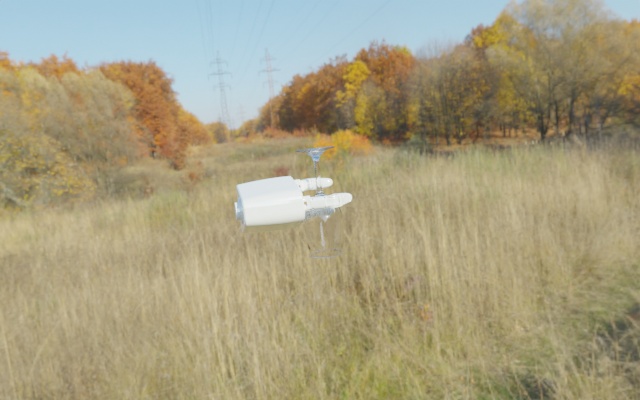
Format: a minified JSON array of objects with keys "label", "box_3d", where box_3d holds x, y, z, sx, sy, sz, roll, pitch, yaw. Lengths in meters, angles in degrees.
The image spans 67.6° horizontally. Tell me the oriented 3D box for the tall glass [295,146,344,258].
[{"label":"tall glass","box_3d":[0.000,0.002,0.888,0.079,0.201,0.079,-7,6,1]}]
